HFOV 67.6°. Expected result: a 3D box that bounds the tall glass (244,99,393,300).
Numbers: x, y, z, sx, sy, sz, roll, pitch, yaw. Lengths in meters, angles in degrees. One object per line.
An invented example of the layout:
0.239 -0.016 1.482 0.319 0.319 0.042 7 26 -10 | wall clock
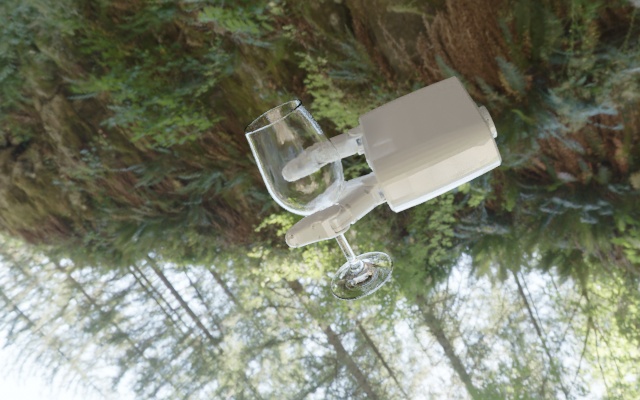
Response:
0.000 0.002 0.480 0.079 0.201 0.079 -25 23 11 | tall glass
